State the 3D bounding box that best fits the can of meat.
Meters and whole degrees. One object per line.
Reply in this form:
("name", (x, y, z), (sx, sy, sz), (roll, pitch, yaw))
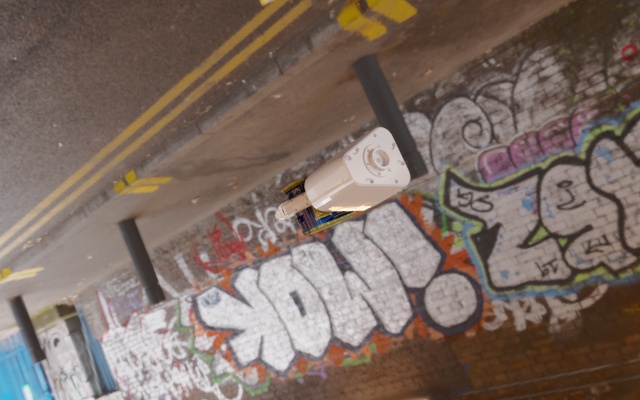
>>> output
("can of meat", (0.000, 0.003, 0.778), (0.102, 0.084, 0.057), (-20, -7, -37))
